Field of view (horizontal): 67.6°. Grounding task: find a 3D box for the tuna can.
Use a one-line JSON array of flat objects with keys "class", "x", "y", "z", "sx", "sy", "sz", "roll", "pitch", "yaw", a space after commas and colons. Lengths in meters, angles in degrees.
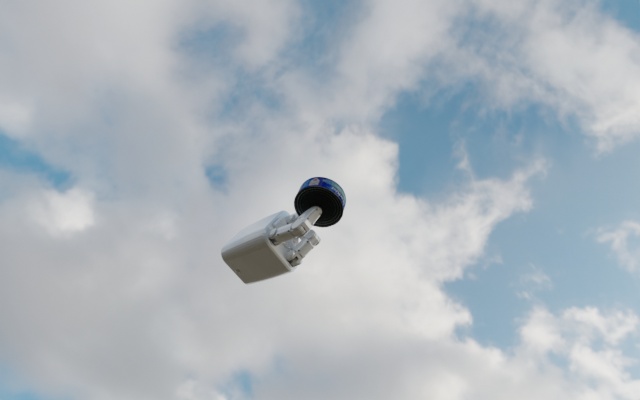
[{"class": "tuna can", "x": 0.000, "y": 0.002, "z": 0.814, "sx": 0.086, "sy": 0.086, "sz": 0.033, "roll": 0, "pitch": 35, "yaw": 16}]
